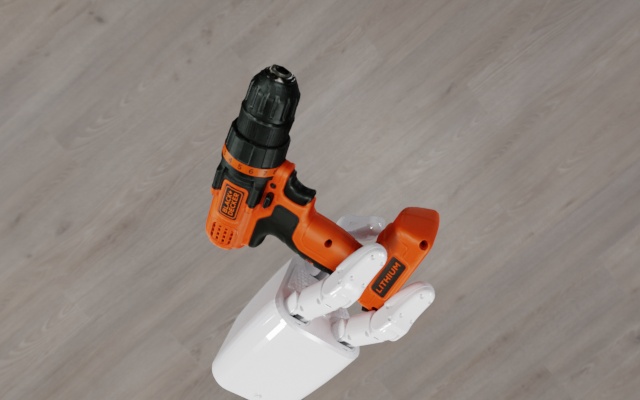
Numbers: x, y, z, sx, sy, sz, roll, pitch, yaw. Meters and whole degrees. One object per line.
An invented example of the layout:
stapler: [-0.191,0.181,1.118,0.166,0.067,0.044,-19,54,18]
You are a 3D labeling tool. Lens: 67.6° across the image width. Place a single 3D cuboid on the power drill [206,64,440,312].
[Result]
power drill: [0.000,0.002,0.403,0.187,0.184,0.057,29,39,4]
